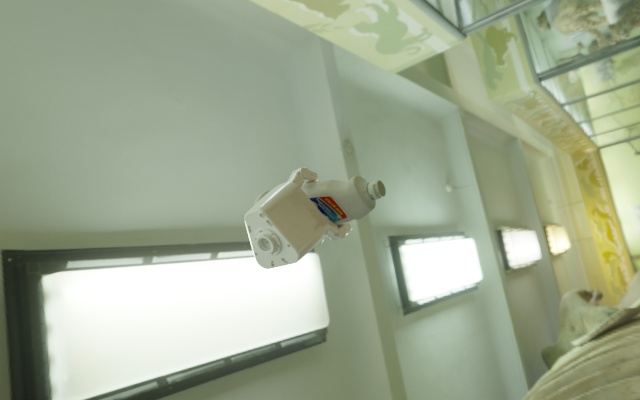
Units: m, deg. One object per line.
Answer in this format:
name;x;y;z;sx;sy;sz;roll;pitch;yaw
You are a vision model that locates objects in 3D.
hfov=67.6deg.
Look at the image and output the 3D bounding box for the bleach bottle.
bleach bottle;0.000;0.003;0.876;0.251;0.102;0.068;-17;18;34
